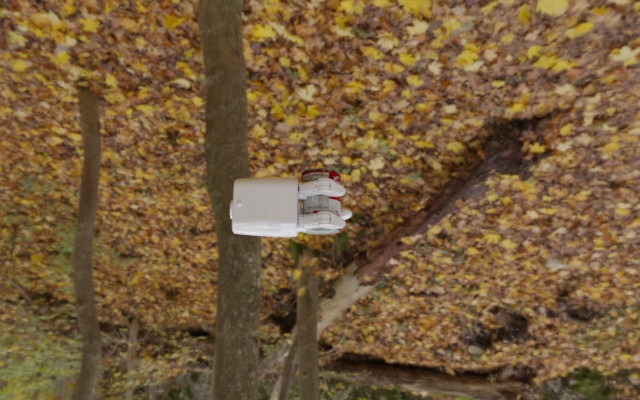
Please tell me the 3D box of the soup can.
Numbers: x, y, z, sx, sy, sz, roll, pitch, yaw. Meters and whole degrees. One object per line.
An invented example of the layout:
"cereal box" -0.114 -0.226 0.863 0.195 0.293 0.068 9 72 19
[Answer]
"soup can" 0.001 0.003 0.819 0.068 0.102 0.068 1 -13 0
